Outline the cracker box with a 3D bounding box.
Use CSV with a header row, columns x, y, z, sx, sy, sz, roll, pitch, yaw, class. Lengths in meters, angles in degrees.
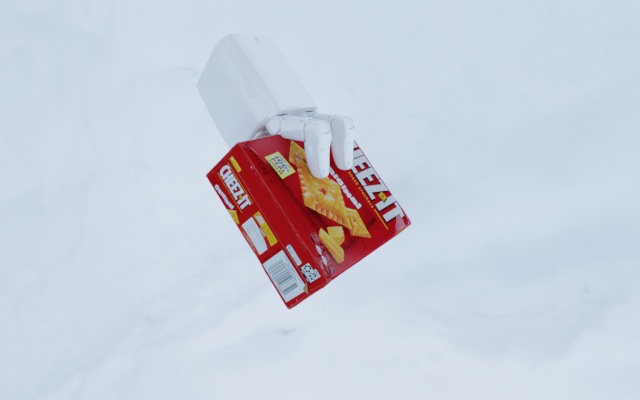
x,y,z,sx,sy,sz,roll,pitch,yaw,class
0.000,0.002,0.548,0.072,0.164,0.213,-38,-8,34,cracker box
